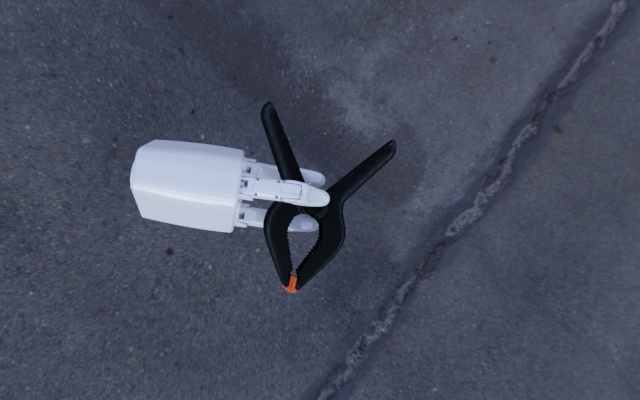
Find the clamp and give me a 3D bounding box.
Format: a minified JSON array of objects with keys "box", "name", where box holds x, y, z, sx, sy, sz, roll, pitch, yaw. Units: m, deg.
[{"box":[0.000,0.002,0.548,0.164,0.210,0.036,8,-5,-9],"name":"clamp"}]
